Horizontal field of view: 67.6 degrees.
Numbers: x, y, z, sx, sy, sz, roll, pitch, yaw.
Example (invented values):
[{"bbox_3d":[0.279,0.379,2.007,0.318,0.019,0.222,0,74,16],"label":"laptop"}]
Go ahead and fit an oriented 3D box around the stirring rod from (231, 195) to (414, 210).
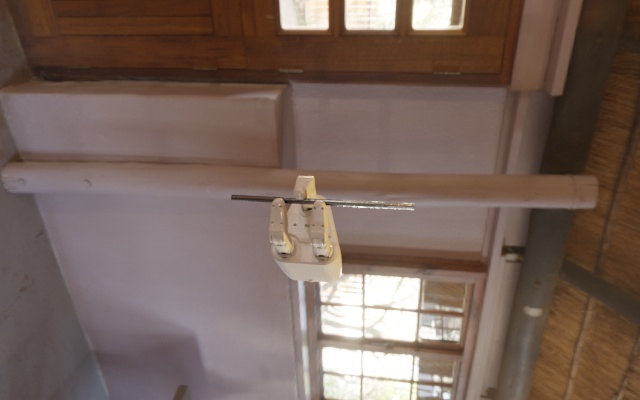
[{"bbox_3d":[0.000,0.002,0.624,0.239,0.011,0.011,3,0,8],"label":"stirring rod"}]
